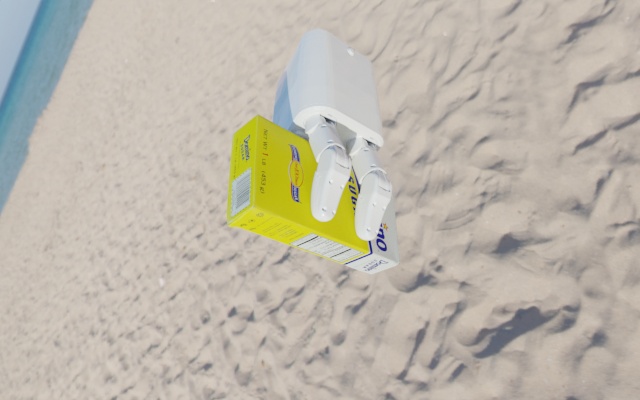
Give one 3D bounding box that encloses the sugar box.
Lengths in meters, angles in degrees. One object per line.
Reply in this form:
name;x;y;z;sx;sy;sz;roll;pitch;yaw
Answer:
sugar box;0.000;0.001;0.441;0.176;0.093;0.048;21;-36;-35
